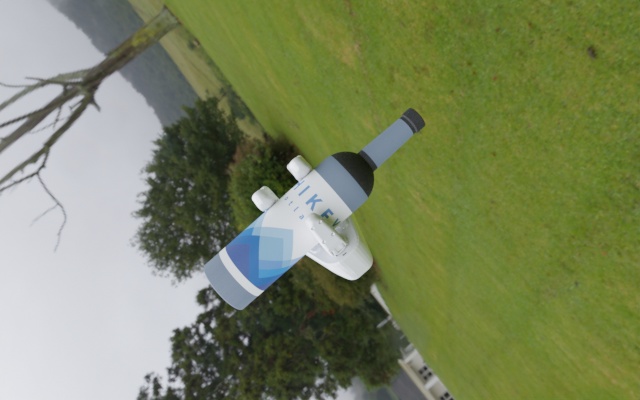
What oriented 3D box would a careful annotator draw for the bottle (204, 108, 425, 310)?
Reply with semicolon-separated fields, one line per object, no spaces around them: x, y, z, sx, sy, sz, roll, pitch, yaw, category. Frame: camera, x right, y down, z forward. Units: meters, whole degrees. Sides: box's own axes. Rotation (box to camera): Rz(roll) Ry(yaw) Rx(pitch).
0.000;0.002;0.543;0.296;0.069;0.069;-41;0;0;bottle
